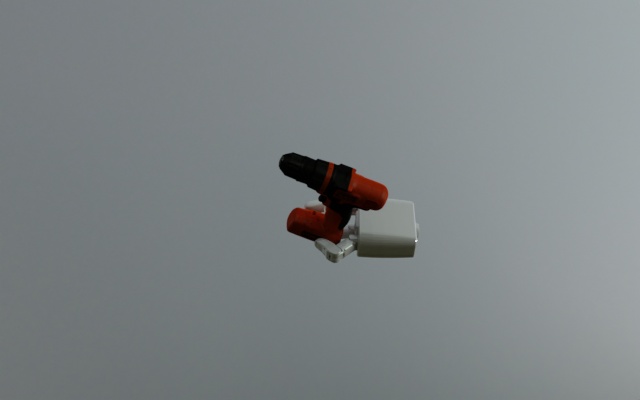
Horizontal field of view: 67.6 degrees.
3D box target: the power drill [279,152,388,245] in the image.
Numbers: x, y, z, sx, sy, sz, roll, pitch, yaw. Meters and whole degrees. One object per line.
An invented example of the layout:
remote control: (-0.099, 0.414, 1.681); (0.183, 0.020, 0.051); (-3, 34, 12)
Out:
power drill: (0.000, 0.003, 0.821); (0.184, 0.057, 0.188); (21, -34, -7)
